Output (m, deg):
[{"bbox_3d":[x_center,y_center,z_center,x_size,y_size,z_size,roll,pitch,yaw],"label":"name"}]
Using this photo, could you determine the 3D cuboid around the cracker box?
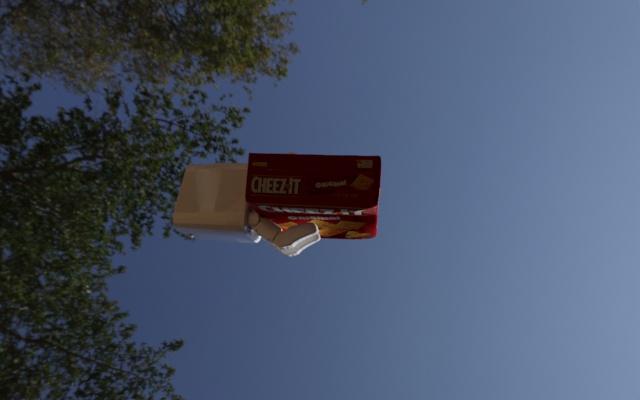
[{"bbox_3d":[0.000,0.002,0.670,0.164,0.072,0.214,1,-14,6],"label":"cracker box"}]
